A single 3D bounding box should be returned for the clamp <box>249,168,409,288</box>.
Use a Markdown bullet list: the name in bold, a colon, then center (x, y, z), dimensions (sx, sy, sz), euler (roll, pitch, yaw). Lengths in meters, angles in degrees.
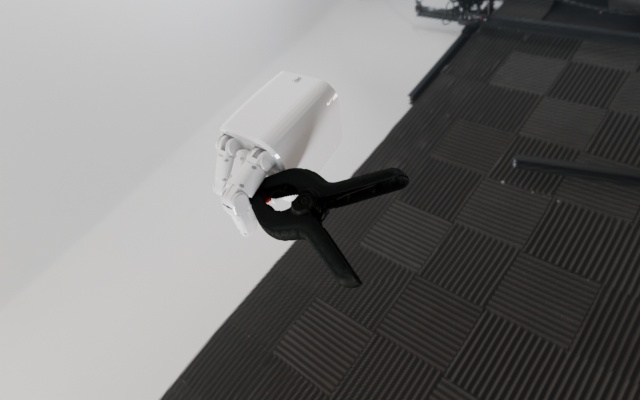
- **clamp**: center (0.000, 0.002, 0.469), dimensions (0.171, 0.120, 0.039), euler (25, -22, 35)
